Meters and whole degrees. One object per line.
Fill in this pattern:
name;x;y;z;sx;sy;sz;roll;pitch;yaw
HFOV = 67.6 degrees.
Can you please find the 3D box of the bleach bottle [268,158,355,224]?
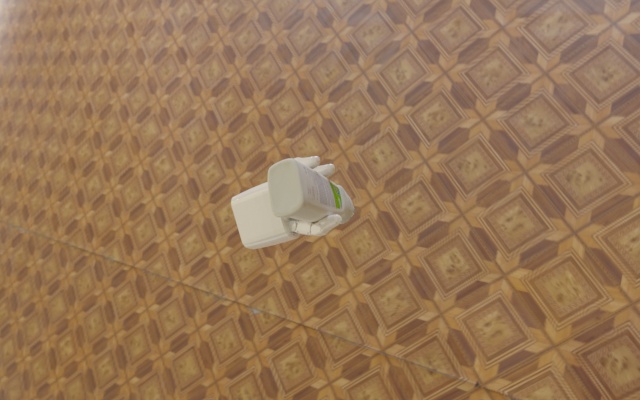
bleach bottle;0.000;0.003;0.895;0.068;0.102;0.251;-19;-22;25
